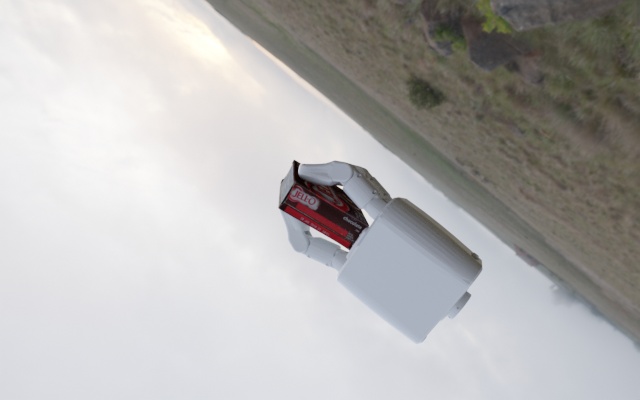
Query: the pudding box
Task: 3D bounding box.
[{"bbox_3d":[0.000,0.002,0.527,0.090,0.039,0.113,32,9,-12],"label":"pudding box"}]
